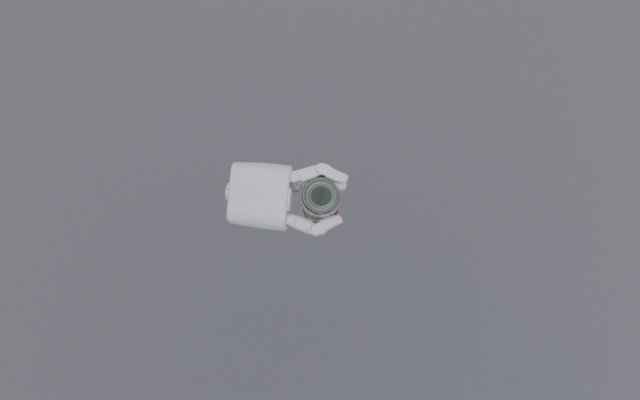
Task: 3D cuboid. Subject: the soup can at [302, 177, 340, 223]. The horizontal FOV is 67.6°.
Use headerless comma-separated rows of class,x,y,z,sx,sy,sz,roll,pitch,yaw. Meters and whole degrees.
soup can,0.001,0.003,0.872,0.068,0.068,0.102,0,-14,0
